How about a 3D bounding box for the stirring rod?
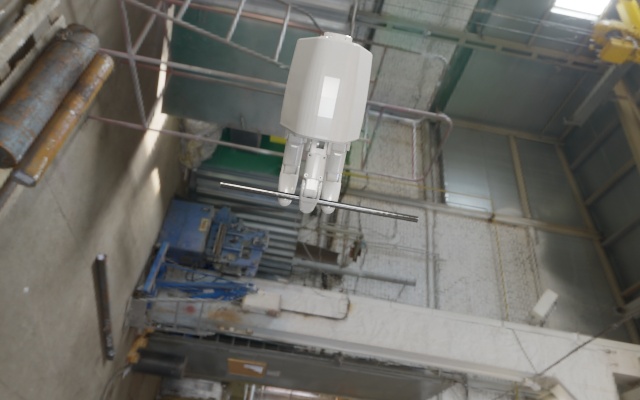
[{"bbox_3d":[0.000,0.002,0.574,0.239,0.011,0.011,10,-1,-4],"label":"stirring rod"}]
